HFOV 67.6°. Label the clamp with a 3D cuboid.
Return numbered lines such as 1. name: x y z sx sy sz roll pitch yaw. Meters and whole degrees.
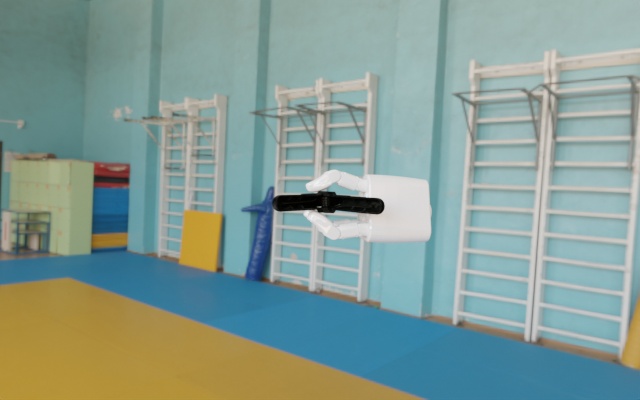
1. clamp: 0.000 0.002 0.784 0.164 0.036 0.210 2 2 -8
